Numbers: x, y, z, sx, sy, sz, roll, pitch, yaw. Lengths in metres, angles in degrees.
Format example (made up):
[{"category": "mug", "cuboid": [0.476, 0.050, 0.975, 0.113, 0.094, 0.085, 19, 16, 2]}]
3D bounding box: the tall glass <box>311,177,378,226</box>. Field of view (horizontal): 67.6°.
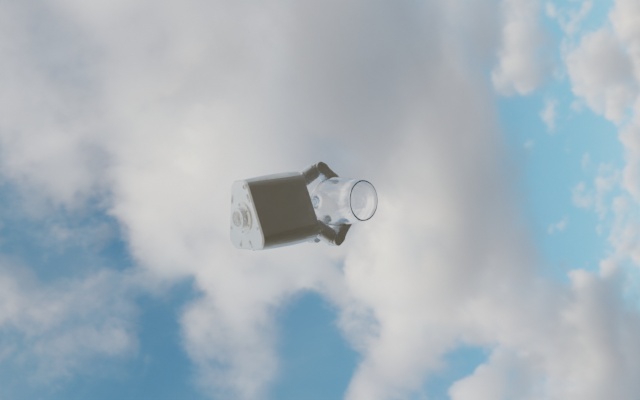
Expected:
[{"category": "tall glass", "cuboid": [0.000, 0.003, 0.792, 0.079, 0.079, 0.201, 0, -2, -42]}]
